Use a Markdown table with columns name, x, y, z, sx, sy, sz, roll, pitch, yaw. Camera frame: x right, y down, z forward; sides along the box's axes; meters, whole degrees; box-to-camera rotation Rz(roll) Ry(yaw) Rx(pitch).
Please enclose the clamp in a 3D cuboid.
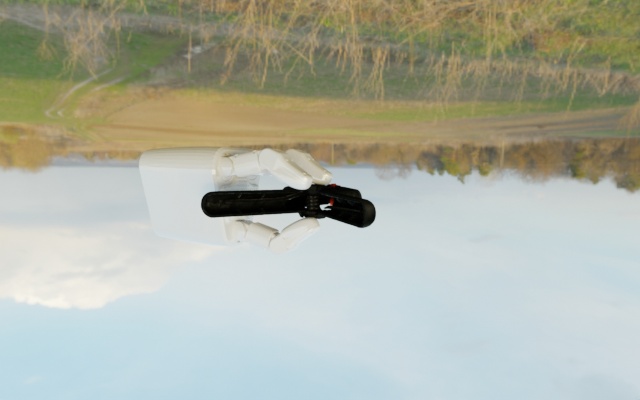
| name | x | y | z | sx | sy | sz | roll | pitch | yaw |
| --- | --- | --- | --- | --- | --- | --- | --- | --- | --- |
| clamp | 0.000 | 0.002 | 0.508 | 0.164 | 0.036 | 0.210 | 5 | 6 | 22 |
